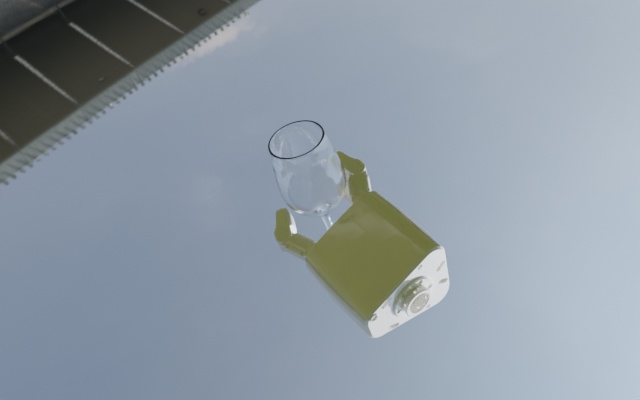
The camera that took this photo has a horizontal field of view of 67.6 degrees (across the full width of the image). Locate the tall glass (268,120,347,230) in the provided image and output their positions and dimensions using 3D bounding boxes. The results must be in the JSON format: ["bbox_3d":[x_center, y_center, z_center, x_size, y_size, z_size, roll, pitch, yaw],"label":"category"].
[{"bbox_3d":[0.000,0.002,0.569,0.079,0.079,0.201,0,-42,21],"label":"tall glass"}]
